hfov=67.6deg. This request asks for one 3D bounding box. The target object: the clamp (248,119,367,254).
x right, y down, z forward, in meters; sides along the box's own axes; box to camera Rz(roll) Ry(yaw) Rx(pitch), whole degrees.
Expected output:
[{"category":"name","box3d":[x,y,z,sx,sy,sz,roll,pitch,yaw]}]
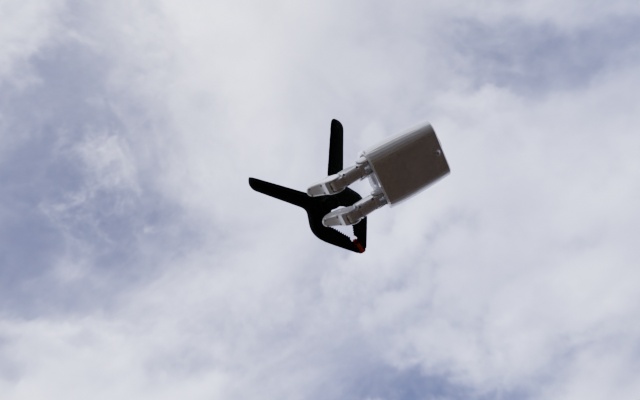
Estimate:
[{"category":"clamp","box3d":[0.000,0.003,0.738,0.164,0.210,0.036,-28,18,-1]}]
